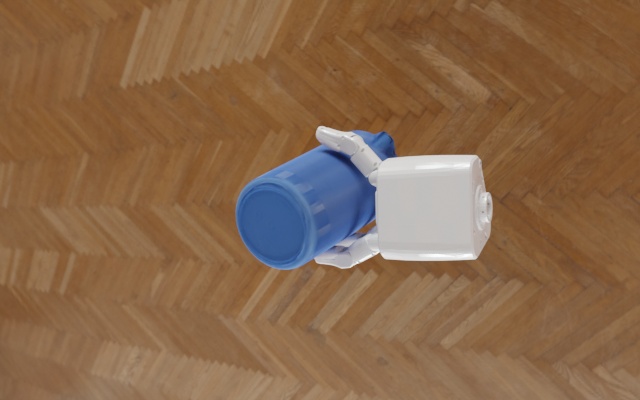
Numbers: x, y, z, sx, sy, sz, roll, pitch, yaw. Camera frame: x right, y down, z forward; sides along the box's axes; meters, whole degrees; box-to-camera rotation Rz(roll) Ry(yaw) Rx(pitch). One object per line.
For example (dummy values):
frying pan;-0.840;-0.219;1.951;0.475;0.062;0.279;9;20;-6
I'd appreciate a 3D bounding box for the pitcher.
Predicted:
pitcher;0.000;0.002;0.617;0.145;0.149;0.242;1;17;30
